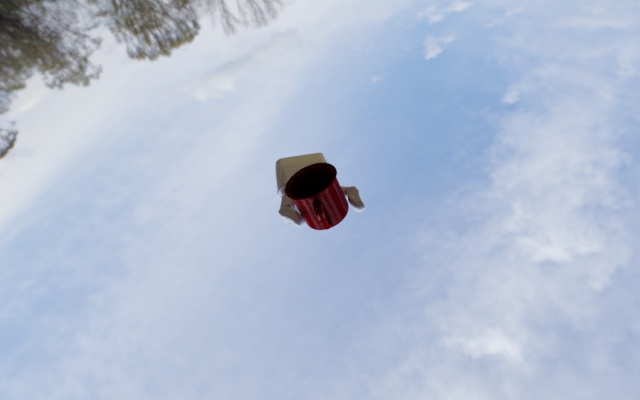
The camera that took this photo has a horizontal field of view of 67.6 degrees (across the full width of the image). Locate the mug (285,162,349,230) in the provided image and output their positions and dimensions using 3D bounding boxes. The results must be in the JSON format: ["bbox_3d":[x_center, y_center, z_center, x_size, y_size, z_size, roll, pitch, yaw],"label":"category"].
[{"bbox_3d":[0.001,0.004,0.799,0.093,0.081,0.117,-23,36,5],"label":"mug"}]
